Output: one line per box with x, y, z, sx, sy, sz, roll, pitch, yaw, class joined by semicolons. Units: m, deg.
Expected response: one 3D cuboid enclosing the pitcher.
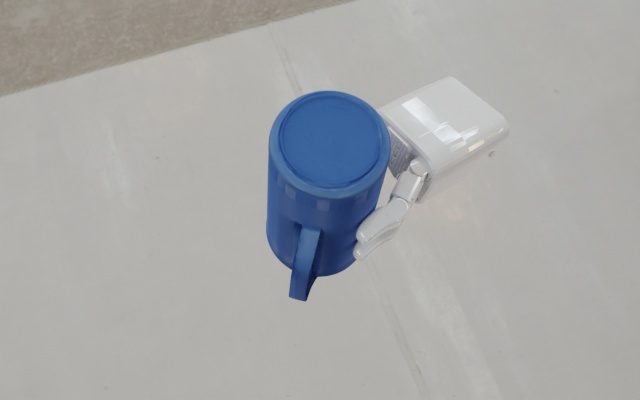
0.000;0.002;0.515;0.145;0.149;0.243;-27;-18;-13;pitcher
